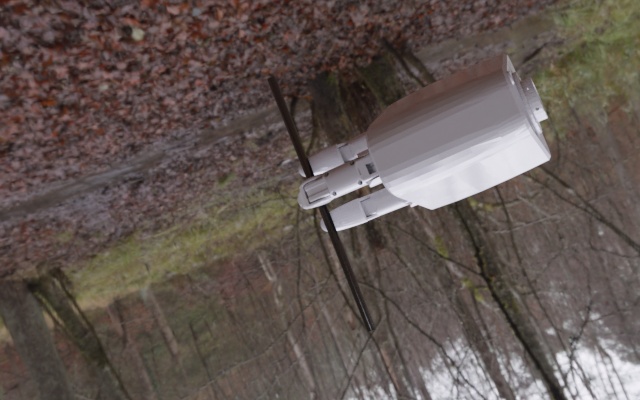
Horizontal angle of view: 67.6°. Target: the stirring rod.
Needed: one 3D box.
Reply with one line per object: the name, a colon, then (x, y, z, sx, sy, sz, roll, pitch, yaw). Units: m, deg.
stirring rod: (0.000, 0.001, 0.424, 0.011, 0.239, 0.011, -22, -3, -1)
